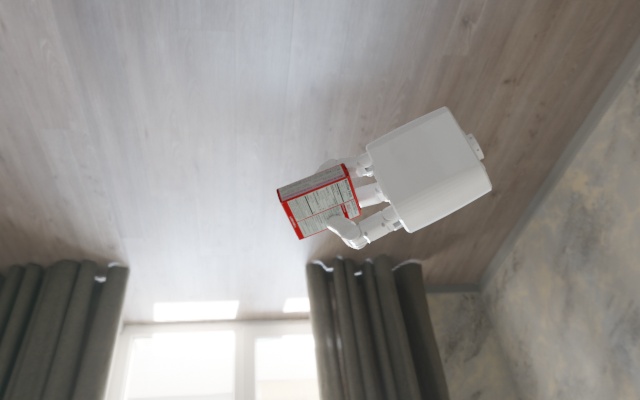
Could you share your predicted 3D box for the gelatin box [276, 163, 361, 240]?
[{"bbox_3d":[0.000,0.002,0.587,0.089,0.073,0.030,-22,45,0],"label":"gelatin box"}]
